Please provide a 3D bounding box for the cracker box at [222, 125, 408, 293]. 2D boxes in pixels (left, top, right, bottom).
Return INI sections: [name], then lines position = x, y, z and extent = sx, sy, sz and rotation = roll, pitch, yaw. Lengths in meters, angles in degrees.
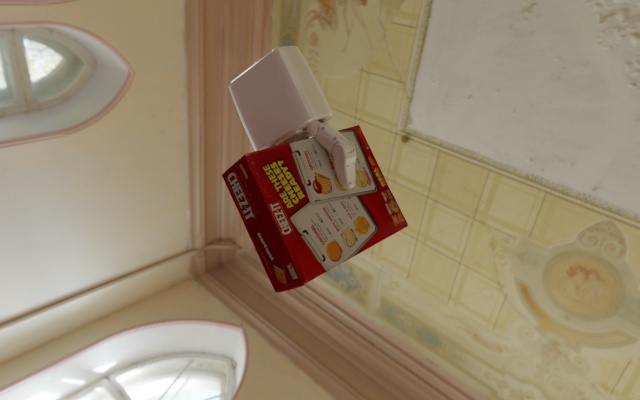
[cracker box]
position = 0.000, 0.002, 0.629
extent = 0.213, 0.164, 0.072
rotation = -22, -5, -43
